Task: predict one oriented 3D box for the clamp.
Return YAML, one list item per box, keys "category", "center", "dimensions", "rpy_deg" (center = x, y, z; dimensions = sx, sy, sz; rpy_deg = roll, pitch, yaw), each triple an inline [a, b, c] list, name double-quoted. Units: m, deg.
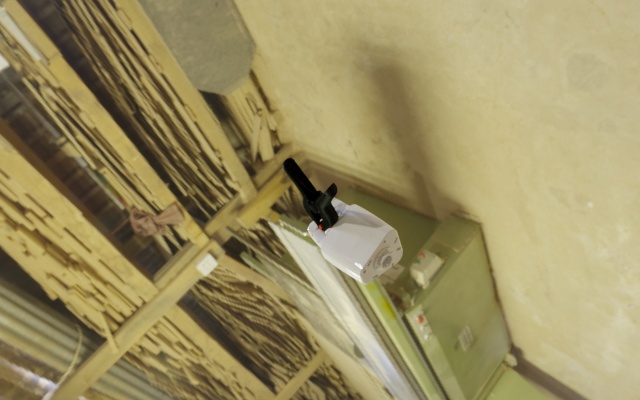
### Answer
- category: "clamp"
  center: [0.000, 0.003, 0.865]
  dimensions: [0.120, 0.039, 0.172]
  rpy_deg: [35, -19, 42]
